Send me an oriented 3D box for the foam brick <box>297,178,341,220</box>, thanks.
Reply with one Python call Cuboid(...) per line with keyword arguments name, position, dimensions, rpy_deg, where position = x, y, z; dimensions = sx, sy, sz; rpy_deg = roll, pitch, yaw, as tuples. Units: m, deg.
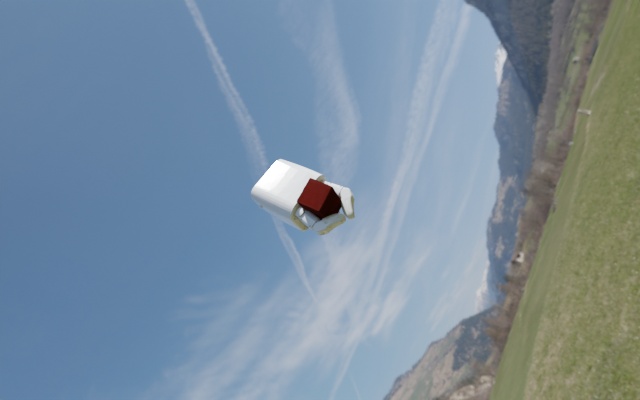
Cuboid(name="foam brick", position=(0.000, 0.003, 0.876), dimensions=(0.051, 0.053, 0.078), rpy_deg=(25, -13, 25))
